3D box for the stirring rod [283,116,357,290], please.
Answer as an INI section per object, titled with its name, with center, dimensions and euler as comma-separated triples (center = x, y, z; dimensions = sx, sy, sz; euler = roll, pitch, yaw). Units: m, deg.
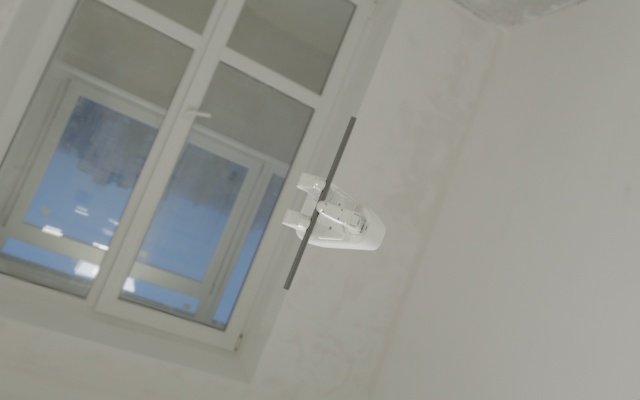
[stirring rod]
center = 0.000, 0.002, 0.621
dimensions = 0.011, 0.239, 0.011
euler = 21, -5, 2
